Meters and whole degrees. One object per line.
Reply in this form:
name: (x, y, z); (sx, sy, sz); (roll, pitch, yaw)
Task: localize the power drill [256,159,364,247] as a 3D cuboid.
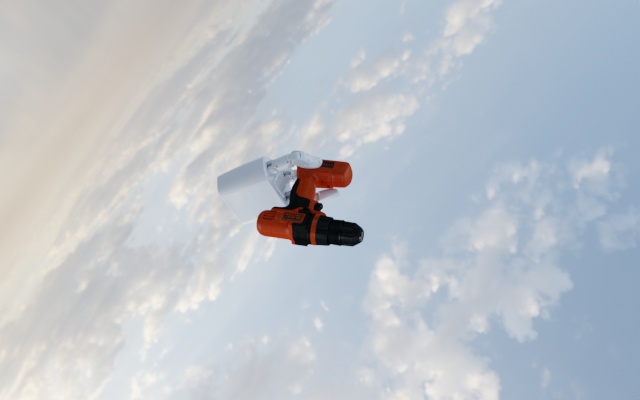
power drill: (0.000, 0.002, 0.840); (0.184, 0.057, 0.187); (8, 41, 15)
